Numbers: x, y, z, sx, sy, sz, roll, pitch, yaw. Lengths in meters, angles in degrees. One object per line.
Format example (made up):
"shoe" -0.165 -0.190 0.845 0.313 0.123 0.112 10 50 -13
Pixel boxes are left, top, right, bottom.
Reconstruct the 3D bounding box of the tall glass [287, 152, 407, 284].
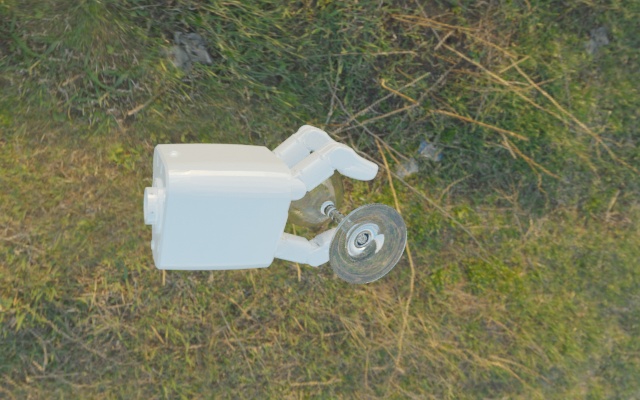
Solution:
"tall glass" 0.000 0.002 0.481 0.079 0.079 0.201 0 21 -26
